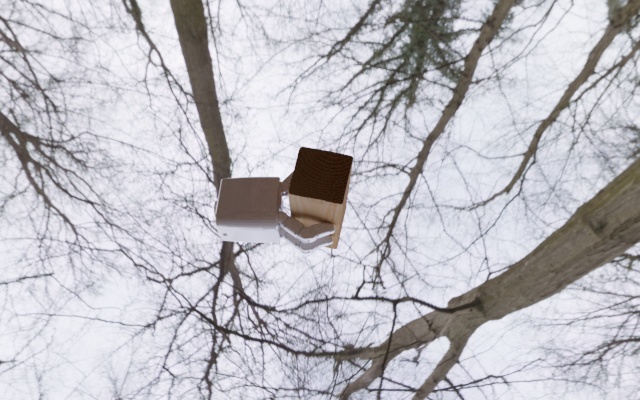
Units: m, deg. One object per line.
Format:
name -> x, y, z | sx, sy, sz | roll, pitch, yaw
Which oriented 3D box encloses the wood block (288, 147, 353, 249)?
wood block -> 0.000, 0.002, 0.841 | 0.090, 0.090, 0.206 | 11, -25, 4
